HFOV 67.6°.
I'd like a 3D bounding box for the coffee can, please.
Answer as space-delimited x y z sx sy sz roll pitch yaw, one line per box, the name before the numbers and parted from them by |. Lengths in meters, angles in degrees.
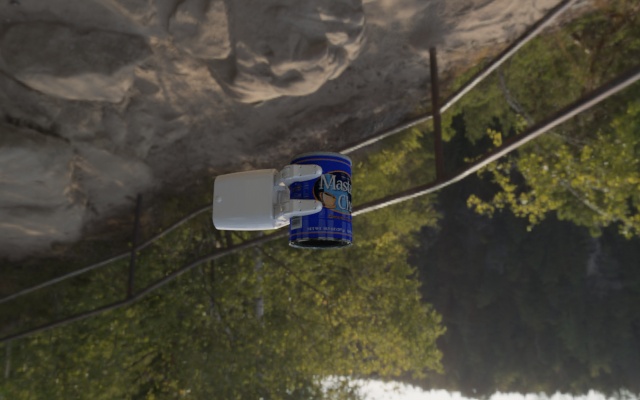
coffee can | 0.000 0.002 0.775 0.103 0.140 0.103 0 -14 0
